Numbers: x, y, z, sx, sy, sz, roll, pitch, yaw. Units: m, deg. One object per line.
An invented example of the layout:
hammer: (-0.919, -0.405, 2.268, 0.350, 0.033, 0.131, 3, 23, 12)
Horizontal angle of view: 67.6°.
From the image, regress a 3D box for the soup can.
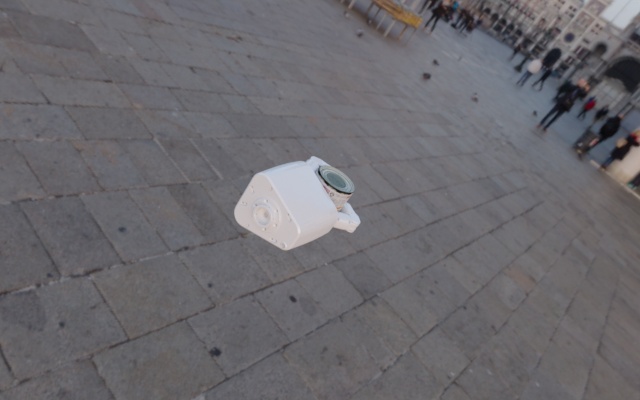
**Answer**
soup can: (0.001, 0.002, 0.767, 0.068, 0.102, 0.068, 27, 29, -16)
